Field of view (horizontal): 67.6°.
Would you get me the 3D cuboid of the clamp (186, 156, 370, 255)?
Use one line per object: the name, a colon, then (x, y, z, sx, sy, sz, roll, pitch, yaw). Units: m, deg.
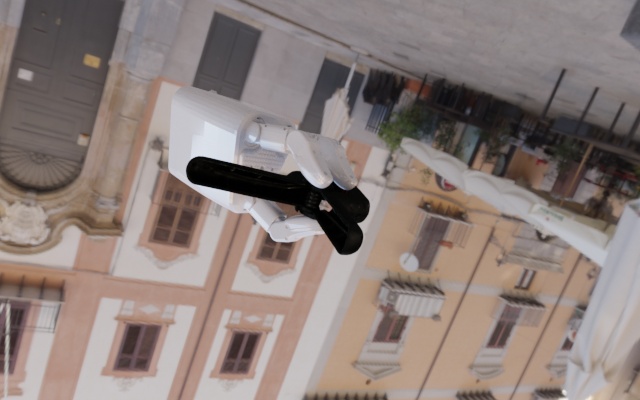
clamp: (0.000, 0.002, 0.456, 0.164, 0.036, 0.210, 27, 13, 27)
